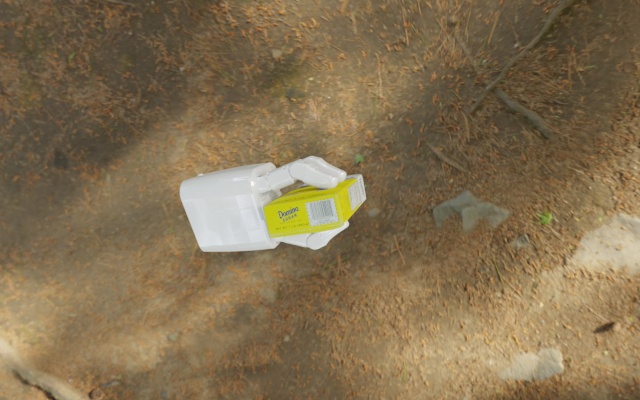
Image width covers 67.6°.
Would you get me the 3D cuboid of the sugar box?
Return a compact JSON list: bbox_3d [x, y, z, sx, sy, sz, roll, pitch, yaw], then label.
[{"bbox_3d":[0.000,0.002,0.628,0.093,0.048,0.176,-9,11,15],"label":"sugar box"}]
